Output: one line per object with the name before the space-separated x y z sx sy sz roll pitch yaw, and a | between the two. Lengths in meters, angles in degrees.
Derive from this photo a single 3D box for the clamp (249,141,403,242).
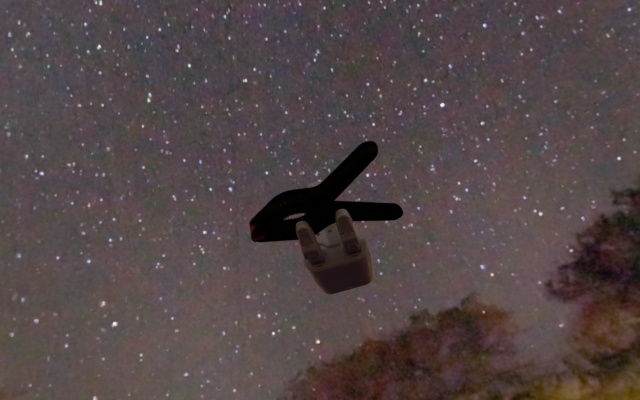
clamp | -0.001 0.002 0.629 0.210 0.036 0.165 -16 -37 4
